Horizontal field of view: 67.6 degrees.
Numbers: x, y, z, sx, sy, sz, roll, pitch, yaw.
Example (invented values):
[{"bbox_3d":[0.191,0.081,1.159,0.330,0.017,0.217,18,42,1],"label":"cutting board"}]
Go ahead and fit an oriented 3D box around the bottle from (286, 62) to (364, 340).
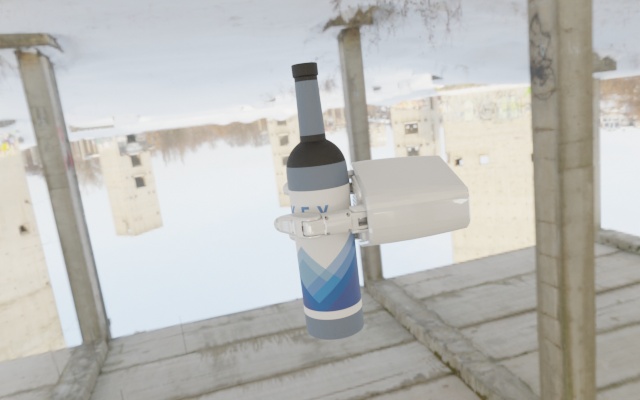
[{"bbox_3d":[0.000,0.002,0.523,0.069,0.296,0.069,-7,11,1],"label":"bottle"}]
